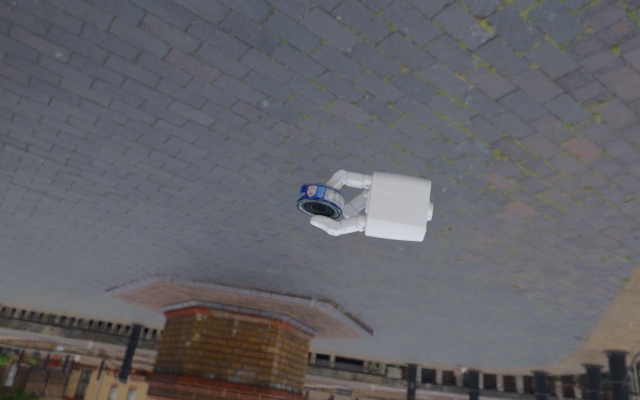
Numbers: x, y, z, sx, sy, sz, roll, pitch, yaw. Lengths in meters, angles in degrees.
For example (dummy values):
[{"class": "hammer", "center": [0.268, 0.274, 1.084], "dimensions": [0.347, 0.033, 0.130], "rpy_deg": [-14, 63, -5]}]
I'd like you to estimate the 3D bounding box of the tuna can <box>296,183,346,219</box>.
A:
[{"class": "tuna can", "center": [0.000, 0.003, 0.859], "dimensions": [0.086, 0.033, 0.086], "rpy_deg": [12, -23, 5]}]
